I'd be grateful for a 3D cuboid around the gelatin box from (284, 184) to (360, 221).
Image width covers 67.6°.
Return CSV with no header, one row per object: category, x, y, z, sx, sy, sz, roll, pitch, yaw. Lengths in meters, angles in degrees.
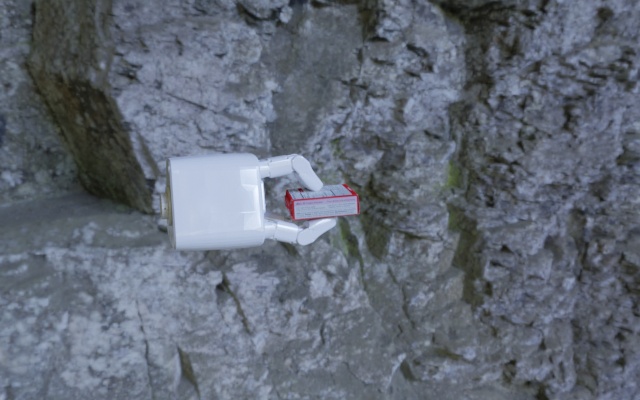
gelatin box,0.000,0.002,0.632,0.089,0.030,0.073,-6,13,-8
